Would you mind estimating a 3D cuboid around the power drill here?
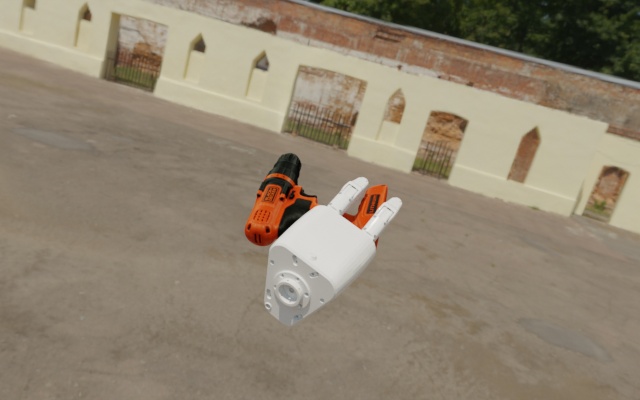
[{"bbox_3d":[0.000,0.003,0.700,0.187,0.057,0.184,8,45,10],"label":"power drill"}]
